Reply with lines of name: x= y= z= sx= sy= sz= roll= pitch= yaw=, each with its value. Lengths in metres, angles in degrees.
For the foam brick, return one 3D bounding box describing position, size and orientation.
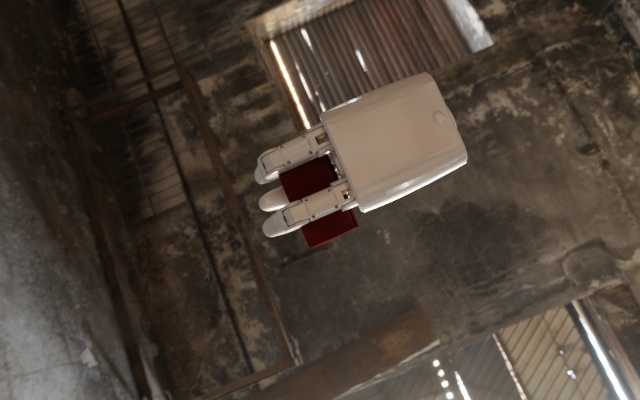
foam brick: x=0.000 y=0.002 z=0.468 sx=0.051 sy=0.078 sz=0.053 roll=-24 pitch=-4 yaw=4
